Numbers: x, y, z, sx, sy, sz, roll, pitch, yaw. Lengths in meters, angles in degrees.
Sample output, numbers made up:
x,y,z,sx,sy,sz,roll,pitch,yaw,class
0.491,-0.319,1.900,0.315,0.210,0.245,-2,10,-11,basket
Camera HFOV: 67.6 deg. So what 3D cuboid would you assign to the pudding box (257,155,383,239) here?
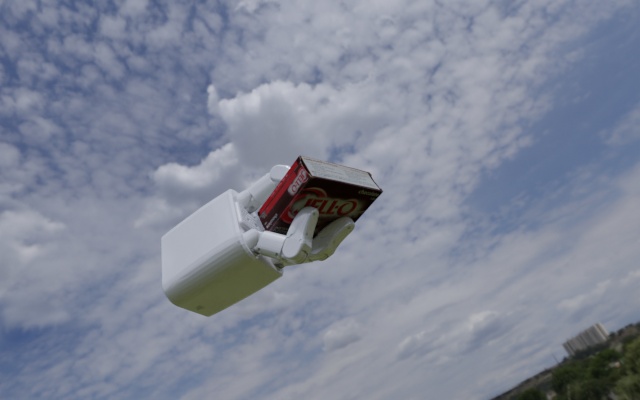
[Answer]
x,y,z,sx,sy,sz,roll,pitch,yaw,class
0.000,0.002,0.530,0.113,0.039,0.090,7,-47,-44,pudding box
